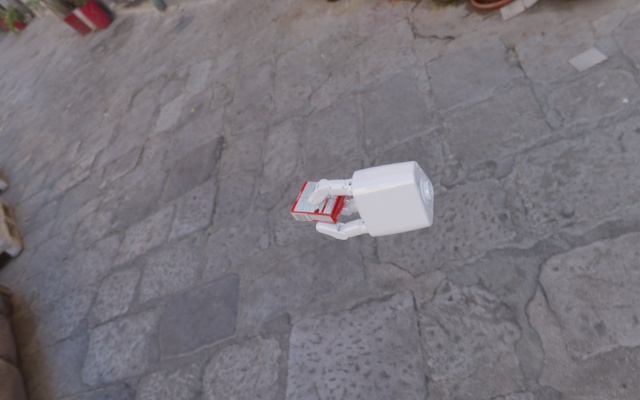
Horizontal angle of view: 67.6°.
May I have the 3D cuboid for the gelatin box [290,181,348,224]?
[{"bbox_3d":[0.000,0.003,0.857,0.089,0.073,0.030,4,-35,32],"label":"gelatin box"}]
